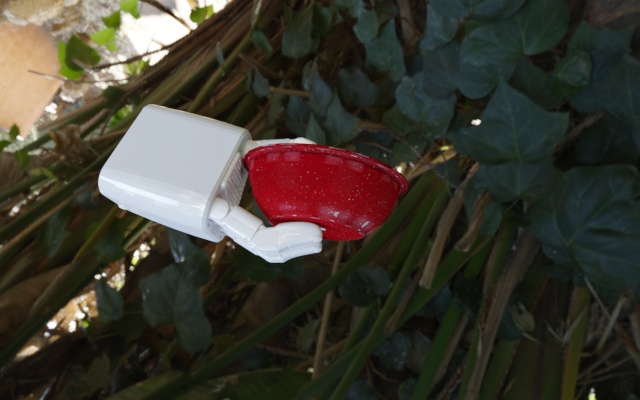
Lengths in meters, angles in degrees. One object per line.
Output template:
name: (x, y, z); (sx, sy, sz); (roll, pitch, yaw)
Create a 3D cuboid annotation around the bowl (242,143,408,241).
bowl: (0.001, 0.002, 0.457); (0.162, 0.055, 0.162); (9, -15, 2)
